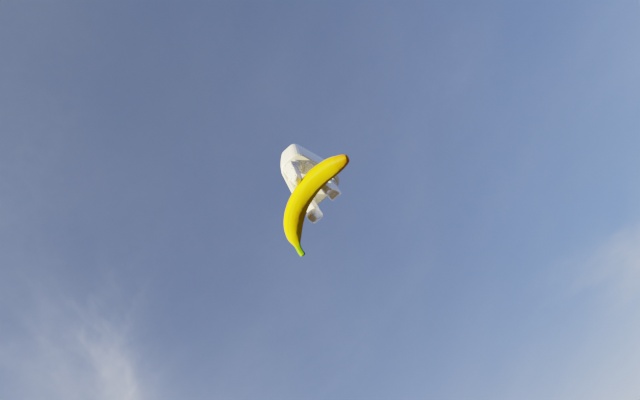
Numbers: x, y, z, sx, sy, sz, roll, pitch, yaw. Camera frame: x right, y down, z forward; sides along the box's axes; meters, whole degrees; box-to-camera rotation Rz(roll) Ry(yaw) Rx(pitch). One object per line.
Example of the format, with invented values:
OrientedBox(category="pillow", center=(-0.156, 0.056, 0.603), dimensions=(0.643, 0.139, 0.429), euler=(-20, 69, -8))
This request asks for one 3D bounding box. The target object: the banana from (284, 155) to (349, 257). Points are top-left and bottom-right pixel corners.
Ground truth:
OrientedBox(category="banana", center=(-0.018, -0.002, 0.844), dimensions=(0.069, 0.198, 0.037), euler=(26, 13, 6))
